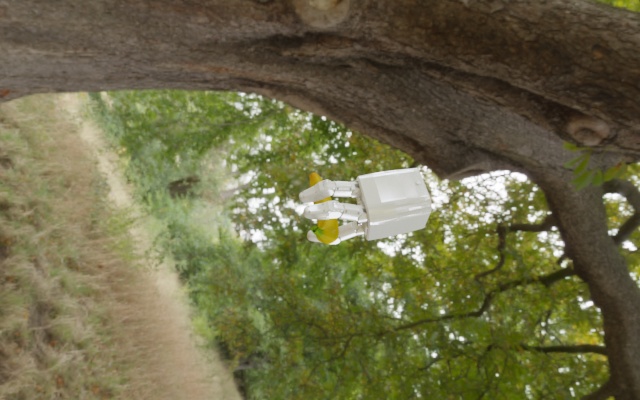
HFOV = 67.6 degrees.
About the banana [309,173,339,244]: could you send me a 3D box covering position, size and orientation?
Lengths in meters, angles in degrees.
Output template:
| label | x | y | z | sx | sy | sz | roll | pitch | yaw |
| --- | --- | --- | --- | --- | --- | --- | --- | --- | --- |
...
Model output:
| label | x | y | z | sx | sy | sz | roll | pitch | yaw |
| --- | --- | --- | --- | --- | --- | --- | --- | --- | --- |
| banana | 0.006 | 0.020 | 0.832 | 0.037 | 0.070 | 0.197 | -17 | 29 | 5 |
